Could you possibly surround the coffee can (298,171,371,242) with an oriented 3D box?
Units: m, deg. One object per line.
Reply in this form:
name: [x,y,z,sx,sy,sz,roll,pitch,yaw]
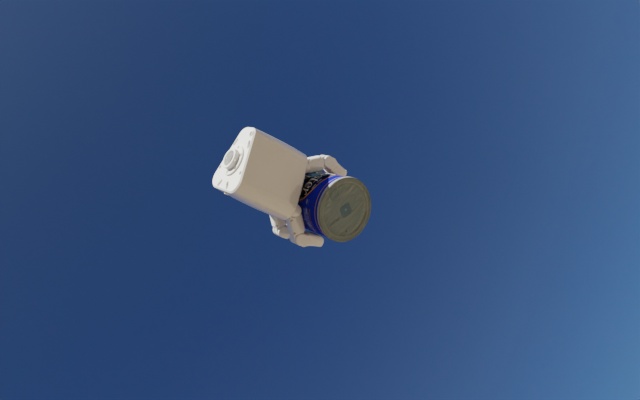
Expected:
coffee can: [0.000,0.003,0.792,0.103,0.103,0.140,0,10,-36]
